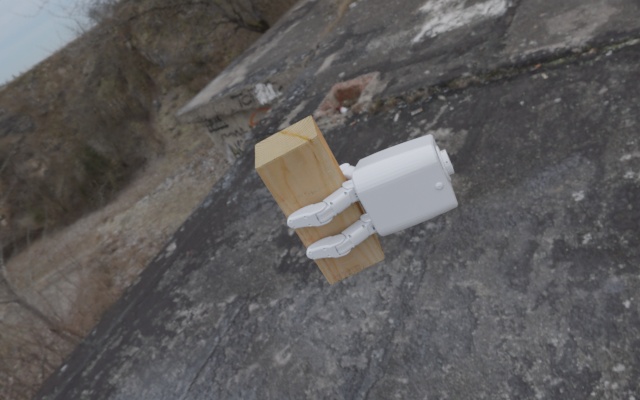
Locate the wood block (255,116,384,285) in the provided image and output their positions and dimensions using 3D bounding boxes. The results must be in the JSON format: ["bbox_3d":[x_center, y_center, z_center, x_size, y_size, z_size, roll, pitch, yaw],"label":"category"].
[{"bbox_3d":[0.000,0.002,0.661,0.090,0.206,0.090,-27,27,7],"label":"wood block"}]
